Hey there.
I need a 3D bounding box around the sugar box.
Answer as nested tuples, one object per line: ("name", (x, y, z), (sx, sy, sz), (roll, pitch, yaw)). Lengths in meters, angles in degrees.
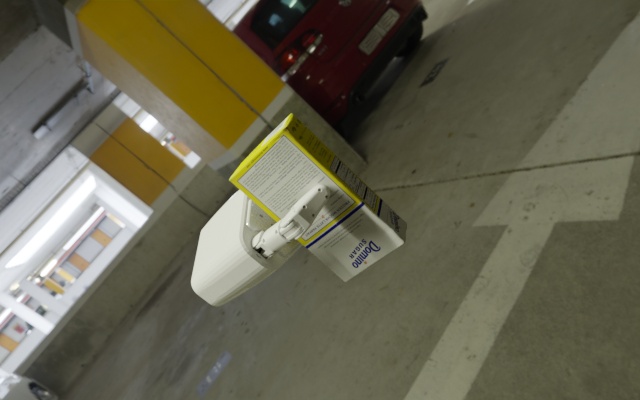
("sugar box", (0.000, 0.001, 0.515), (0.093, 0.176, 0.048), (-39, 18, 30))
